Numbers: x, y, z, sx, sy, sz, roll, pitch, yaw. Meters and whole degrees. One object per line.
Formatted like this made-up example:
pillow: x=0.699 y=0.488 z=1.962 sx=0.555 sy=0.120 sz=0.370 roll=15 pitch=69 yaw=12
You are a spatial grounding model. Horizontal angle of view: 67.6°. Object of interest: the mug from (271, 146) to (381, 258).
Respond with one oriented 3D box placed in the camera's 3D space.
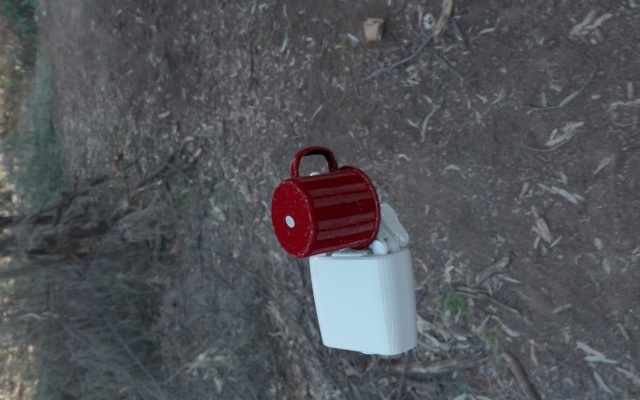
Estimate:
mug: x=0.000 y=0.000 z=0.496 sx=0.081 sy=0.117 sz=0.093 roll=-10 pitch=1 yaw=-35
